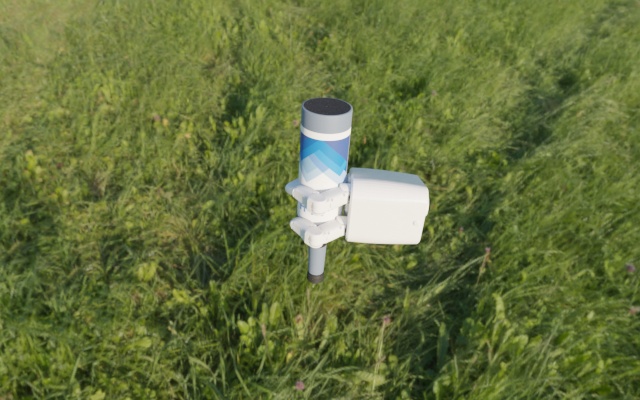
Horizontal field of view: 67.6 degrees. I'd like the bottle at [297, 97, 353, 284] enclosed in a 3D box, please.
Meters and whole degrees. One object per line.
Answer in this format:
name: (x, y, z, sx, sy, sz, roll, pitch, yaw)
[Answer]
bottle: (0.000, 0.002, 0.696, 0.069, 0.296, 0.069, 3, 32, -2)
